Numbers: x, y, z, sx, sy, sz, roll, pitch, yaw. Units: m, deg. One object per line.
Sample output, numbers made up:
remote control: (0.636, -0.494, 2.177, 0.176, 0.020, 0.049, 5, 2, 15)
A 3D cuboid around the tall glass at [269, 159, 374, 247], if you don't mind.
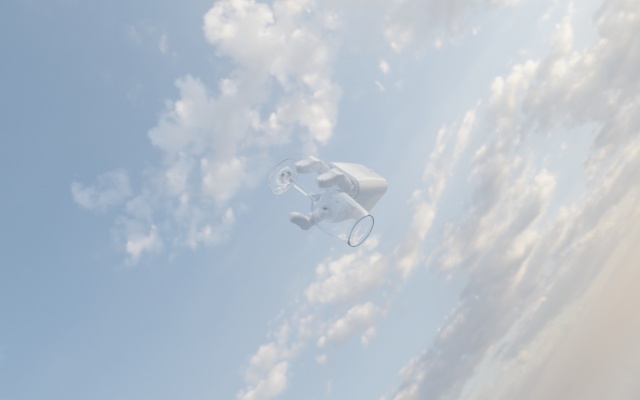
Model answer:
tall glass: (0.000, 0.002, 0.843, 0.201, 0.079, 0.079, 36, 21, 33)
